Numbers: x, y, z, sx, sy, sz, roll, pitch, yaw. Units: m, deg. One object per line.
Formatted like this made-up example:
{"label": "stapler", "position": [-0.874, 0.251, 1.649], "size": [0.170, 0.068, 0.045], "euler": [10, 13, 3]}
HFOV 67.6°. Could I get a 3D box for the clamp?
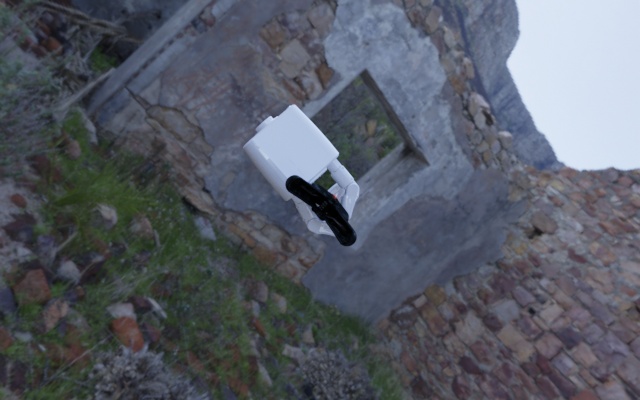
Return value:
{"label": "clamp", "position": [0.001, 0.002, 0.688], "size": [0.039, 0.120, 0.171], "euler": [-40, 8, 4]}
